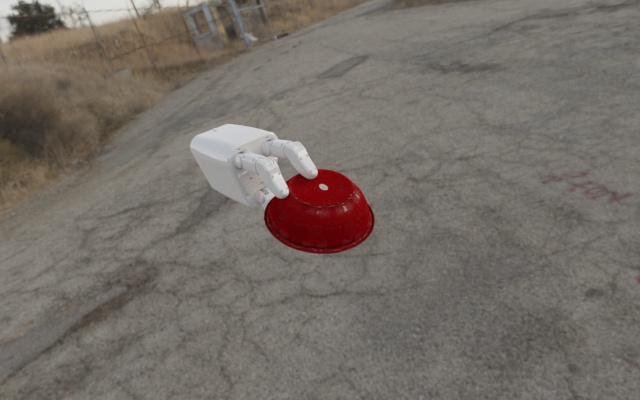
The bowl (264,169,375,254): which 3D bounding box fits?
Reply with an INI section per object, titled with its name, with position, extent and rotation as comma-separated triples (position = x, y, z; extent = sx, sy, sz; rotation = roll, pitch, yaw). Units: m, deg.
[bowl]
position = 0.001, 0.002, 0.681
extent = 0.162, 0.055, 0.162
rotation = 3, 37, -2
